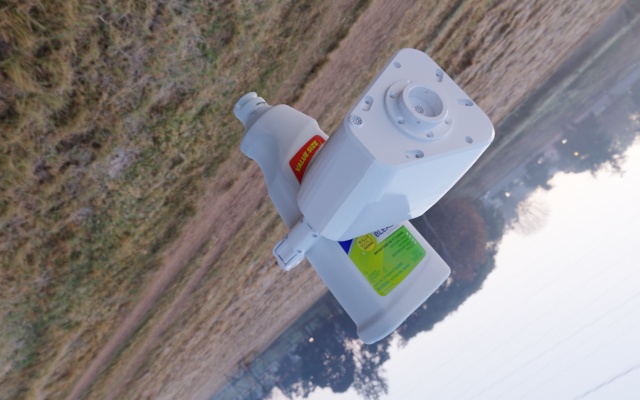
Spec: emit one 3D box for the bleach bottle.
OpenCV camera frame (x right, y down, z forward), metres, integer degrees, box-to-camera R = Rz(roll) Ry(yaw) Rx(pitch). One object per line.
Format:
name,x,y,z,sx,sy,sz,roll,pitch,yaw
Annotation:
bleach bottle,0.000,0.001,0.444,0.102,0.251,0.068,-35,-11,-29
